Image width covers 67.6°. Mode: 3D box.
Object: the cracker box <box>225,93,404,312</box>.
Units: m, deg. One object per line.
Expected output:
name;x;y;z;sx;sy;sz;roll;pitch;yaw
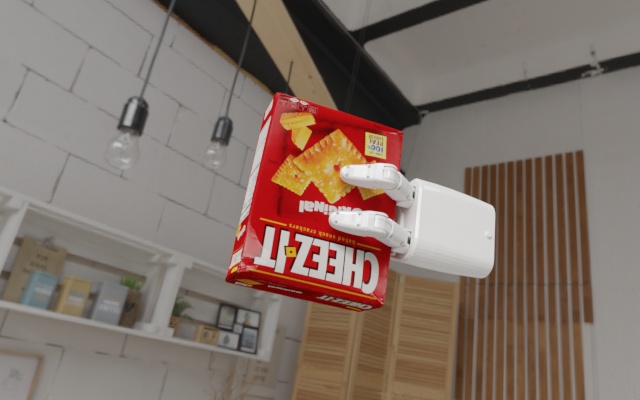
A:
cracker box;0.000;0.002;0.541;0.164;0.213;0.072;16;-22;-15
